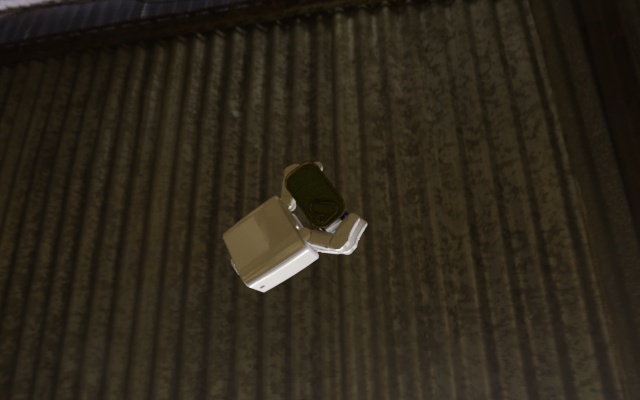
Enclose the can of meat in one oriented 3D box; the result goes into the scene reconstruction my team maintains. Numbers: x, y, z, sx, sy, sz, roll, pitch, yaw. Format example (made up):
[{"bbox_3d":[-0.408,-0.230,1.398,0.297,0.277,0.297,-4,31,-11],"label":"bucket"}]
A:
[{"bbox_3d":[0.000,0.002,0.722,0.057,0.102,0.084,-37,-21,0],"label":"can of meat"}]
